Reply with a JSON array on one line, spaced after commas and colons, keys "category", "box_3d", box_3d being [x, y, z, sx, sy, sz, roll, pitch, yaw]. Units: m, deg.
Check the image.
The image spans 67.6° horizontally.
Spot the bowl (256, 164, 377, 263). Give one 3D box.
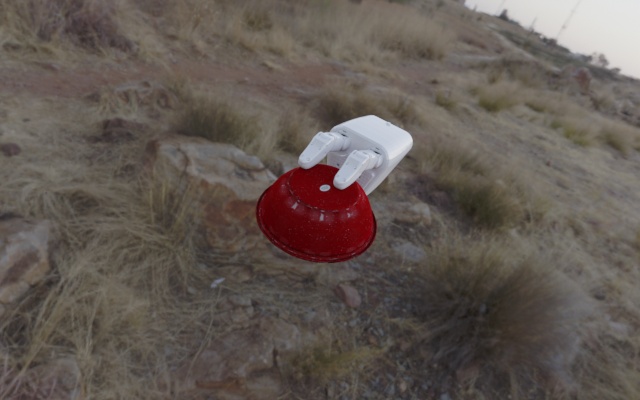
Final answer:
[{"category": "bowl", "box_3d": [0.000, 0.002, 0.609, 0.162, 0.055, 0.162, 8, 41, -7]}]
